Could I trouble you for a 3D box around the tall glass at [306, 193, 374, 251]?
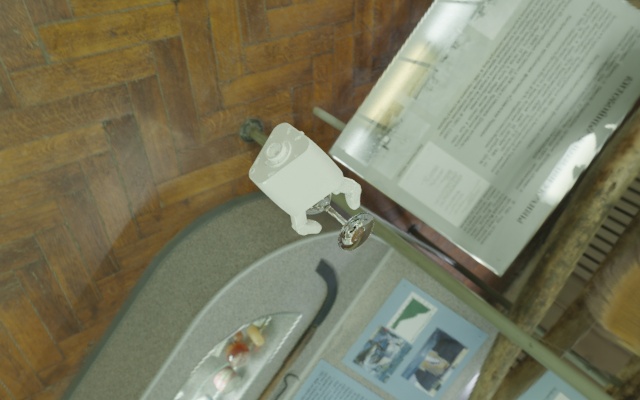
[{"bbox_3d":[0.001,0.003,0.837,0.079,0.079,0.201,0,29,-42],"label":"tall glass"}]
